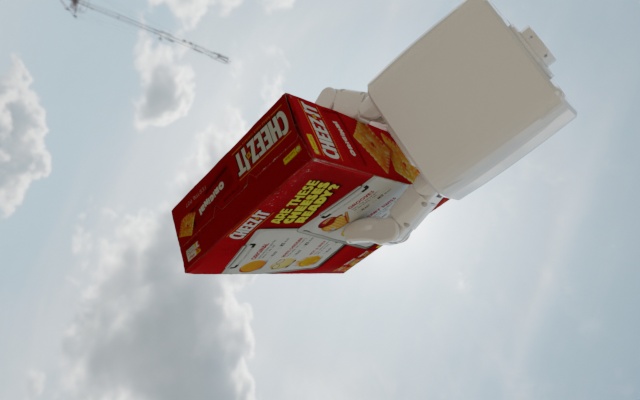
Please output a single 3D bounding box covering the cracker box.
[{"bbox_3d":[0.000,0.002,0.443,0.164,0.072,0.214,-39,-30,30],"label":"cracker box"}]
